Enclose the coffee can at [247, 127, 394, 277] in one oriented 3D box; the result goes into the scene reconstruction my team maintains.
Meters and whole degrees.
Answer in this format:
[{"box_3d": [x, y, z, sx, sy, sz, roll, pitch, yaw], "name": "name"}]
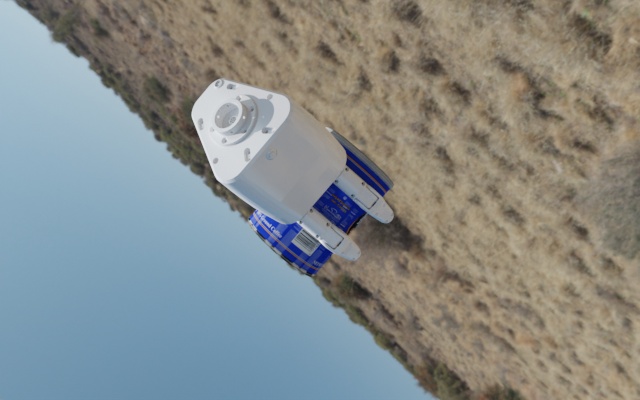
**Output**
[{"box_3d": [0.000, 0.002, 0.550, 0.103, 0.140, 0.103, 41, 2, -2], "name": "coffee can"}]
